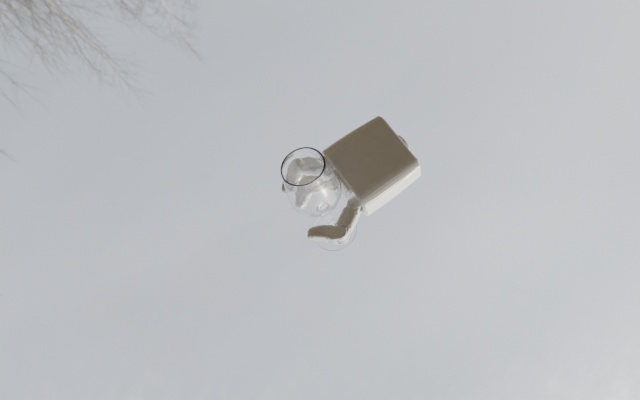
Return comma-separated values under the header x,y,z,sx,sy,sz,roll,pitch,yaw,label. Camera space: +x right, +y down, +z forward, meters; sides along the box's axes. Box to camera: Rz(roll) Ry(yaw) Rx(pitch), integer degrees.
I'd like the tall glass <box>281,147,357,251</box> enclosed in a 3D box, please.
x,y,z,sx,sy,sz,roll,pitch,yaw,label
0.000,0.003,0.712,0.079,0.079,0.201,0,-28,16,tall glass
